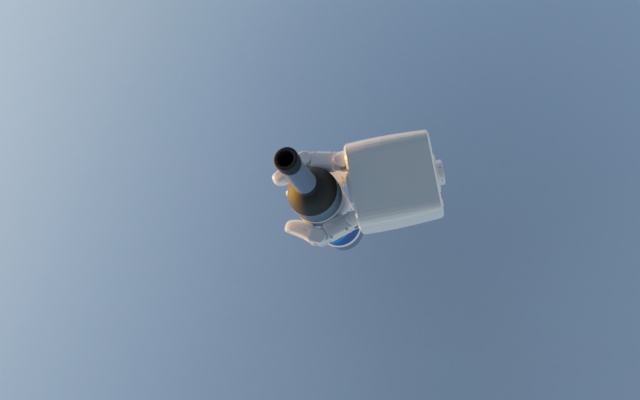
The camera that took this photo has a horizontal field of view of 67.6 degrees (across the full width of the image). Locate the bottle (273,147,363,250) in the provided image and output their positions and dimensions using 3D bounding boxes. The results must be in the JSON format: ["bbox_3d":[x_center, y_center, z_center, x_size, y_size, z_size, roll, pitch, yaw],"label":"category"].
[{"bbox_3d":[0.000,0.002,0.635,0.069,0.069,0.296,0,-18,15],"label":"bottle"}]
